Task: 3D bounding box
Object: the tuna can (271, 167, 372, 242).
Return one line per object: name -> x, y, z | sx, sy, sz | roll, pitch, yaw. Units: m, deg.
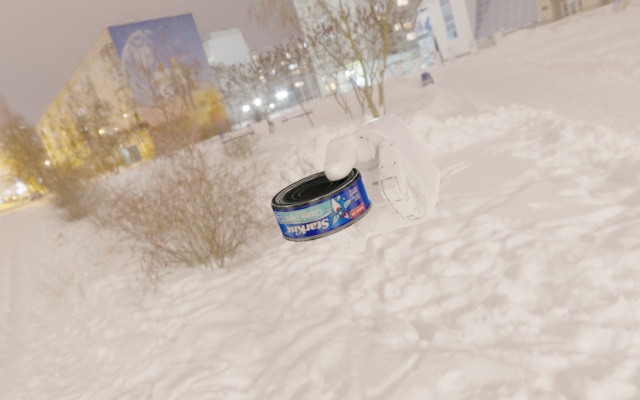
tuna can -> 0.000, 0.001, 0.425 | 0.086, 0.034, 0.086 | -19, 17, 6
